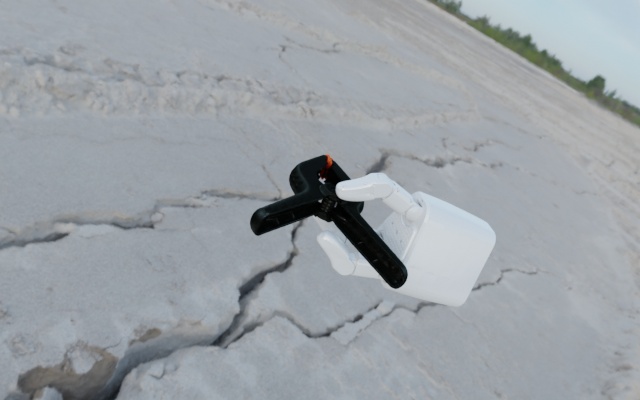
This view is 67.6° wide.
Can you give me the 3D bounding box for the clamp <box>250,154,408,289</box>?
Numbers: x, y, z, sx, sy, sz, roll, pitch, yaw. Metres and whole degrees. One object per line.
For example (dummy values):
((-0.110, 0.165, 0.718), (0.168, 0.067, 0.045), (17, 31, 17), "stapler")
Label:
((0.001, 0.001, 0.525), (0.164, 0.036, 0.209), (21, 27, -21), "clamp")
